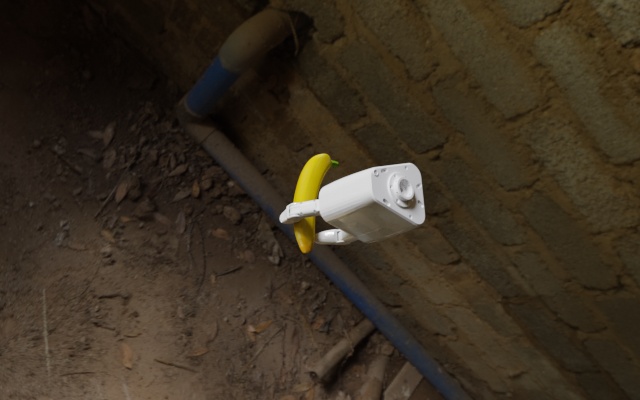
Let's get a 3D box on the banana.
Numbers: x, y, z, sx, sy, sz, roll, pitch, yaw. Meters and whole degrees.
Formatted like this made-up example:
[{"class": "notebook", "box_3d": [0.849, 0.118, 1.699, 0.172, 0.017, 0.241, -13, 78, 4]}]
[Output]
[{"class": "banana", "box_3d": [-0.012, -0.011, 0.786, 0.070, 0.197, 0.037, 39, -38, -27]}]
